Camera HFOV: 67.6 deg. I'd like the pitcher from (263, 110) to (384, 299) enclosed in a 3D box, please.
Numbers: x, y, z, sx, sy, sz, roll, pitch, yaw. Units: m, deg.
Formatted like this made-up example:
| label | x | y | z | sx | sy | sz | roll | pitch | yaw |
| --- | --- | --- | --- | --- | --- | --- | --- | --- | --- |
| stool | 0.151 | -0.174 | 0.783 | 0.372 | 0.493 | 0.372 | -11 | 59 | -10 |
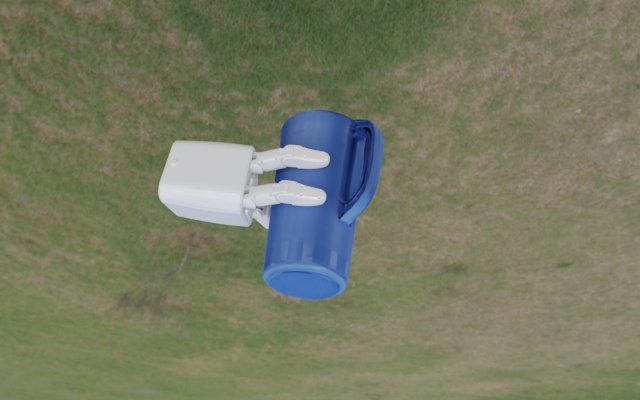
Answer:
| label | x | y | z | sx | sy | sz | roll | pitch | yaw |
| --- | --- | --- | --- | --- | --- | --- | --- | --- | --- |
| pitcher | 0.000 | 0.002 | 0.653 | 0.145 | 0.242 | 0.149 | 8 | -31 | 0 |
